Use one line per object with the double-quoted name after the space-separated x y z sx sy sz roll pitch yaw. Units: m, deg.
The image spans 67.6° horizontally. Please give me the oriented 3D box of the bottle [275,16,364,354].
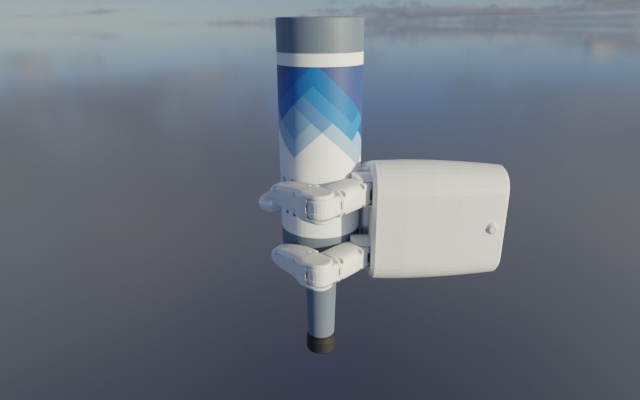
0.000 0.001 0.407 0.069 0.296 0.069 0 21 0 "bottle"
